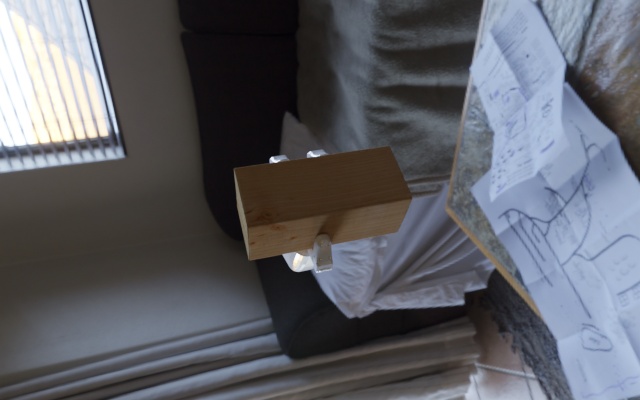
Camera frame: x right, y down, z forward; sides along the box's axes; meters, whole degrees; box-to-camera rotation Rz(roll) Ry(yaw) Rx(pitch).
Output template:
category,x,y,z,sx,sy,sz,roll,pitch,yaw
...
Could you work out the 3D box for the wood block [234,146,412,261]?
category,x,y,z,sx,sy,sz,roll,pitch,yaw
wood block,0.000,0.003,0.621,0.206,0.090,0.090,-10,-32,-13
